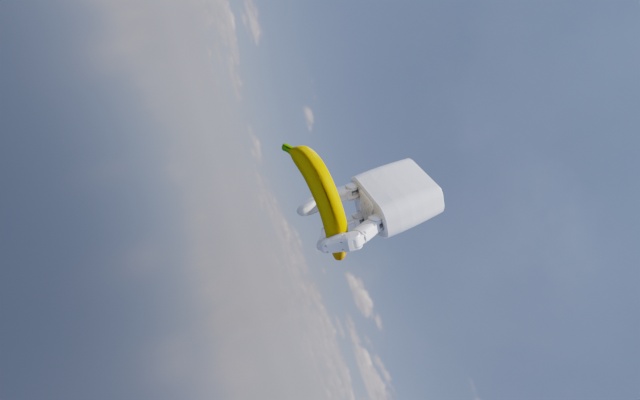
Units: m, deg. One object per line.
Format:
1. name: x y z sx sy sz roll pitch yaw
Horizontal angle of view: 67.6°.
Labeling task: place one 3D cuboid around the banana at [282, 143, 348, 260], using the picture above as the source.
1. banana: 0.004 -0.002 0.702 0.037 0.198 0.069 -25 5 -17
